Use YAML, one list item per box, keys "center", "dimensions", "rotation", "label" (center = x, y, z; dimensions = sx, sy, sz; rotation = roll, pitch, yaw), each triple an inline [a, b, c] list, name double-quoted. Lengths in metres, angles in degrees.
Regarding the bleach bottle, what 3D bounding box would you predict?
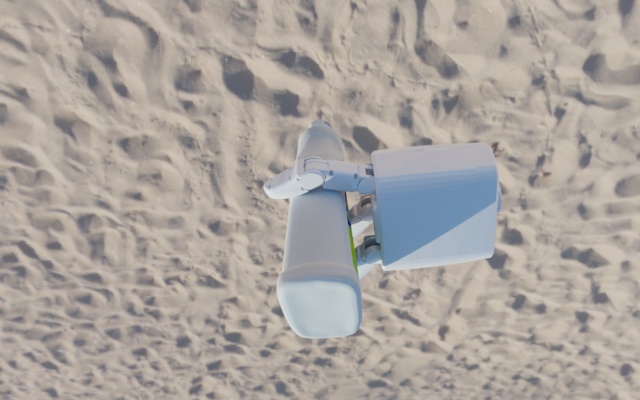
- center: [0.000, 0.002, 0.479]
  dimensions: [0.068, 0.250, 0.103]
  rotation: [-5, -42, 5]
  label: "bleach bottle"
